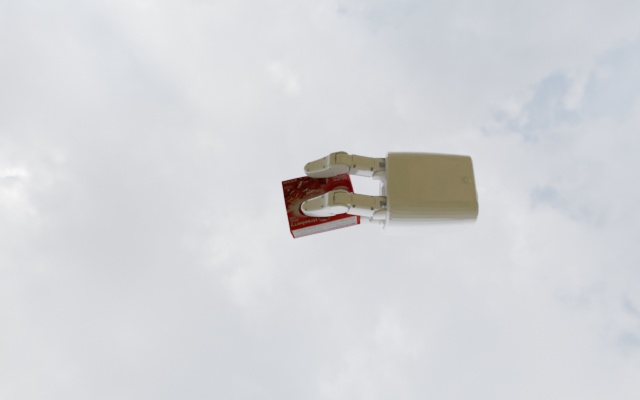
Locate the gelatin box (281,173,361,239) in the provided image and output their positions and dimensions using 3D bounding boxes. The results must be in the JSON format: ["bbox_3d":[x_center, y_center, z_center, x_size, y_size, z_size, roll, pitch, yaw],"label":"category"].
[{"bbox_3d":[0.000,0.002,0.603,0.089,0.073,0.030,-13,-29,1],"label":"gelatin box"}]
